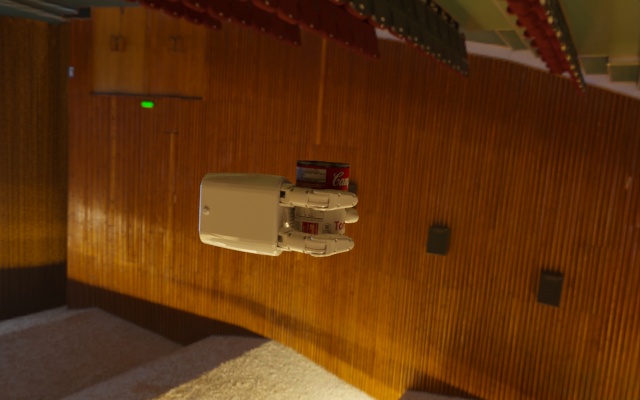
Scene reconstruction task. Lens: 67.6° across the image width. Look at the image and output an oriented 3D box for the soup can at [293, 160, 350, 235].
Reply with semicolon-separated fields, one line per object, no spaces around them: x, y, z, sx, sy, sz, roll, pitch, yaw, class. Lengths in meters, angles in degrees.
0.001;0.002;0.608;0.068;0.102;0.068;4;7;0;soup can
